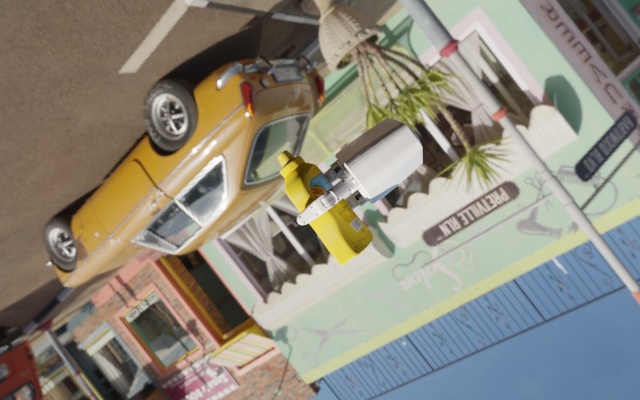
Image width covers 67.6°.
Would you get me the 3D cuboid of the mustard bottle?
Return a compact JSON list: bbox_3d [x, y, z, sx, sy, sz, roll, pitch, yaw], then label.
[{"bbox_3d":[0.000,0.003,0.733,0.058,0.191,0.096,-38,0,27],"label":"mustard bottle"}]
